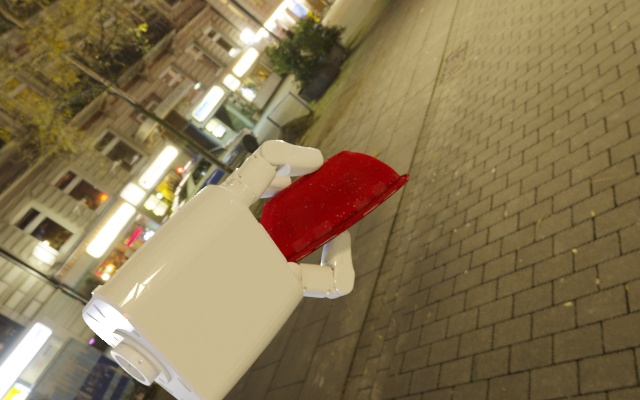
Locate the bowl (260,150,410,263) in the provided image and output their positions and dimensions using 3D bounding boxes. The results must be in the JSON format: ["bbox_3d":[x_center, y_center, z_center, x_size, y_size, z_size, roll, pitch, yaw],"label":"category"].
[{"bbox_3d":[0.000,0.001,0.442,0.162,0.055,0.162,-34,1,1],"label":"bowl"}]
